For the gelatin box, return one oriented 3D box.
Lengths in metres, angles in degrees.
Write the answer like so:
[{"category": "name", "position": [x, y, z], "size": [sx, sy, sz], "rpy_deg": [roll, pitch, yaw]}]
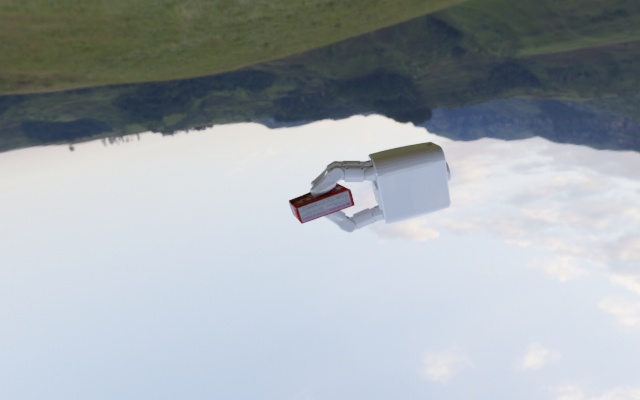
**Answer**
[{"category": "gelatin box", "position": [0.000, 0.003, 0.742], "size": [0.089, 0.030, 0.073], "rpy_deg": [-20, 13, -9]}]
